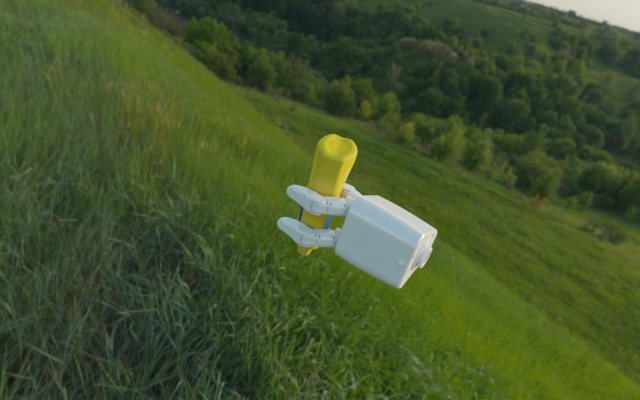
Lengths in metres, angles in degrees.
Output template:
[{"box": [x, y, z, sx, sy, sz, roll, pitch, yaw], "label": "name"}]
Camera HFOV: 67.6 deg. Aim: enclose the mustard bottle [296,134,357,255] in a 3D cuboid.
[{"box": [0.000, 0.002, 0.718, 0.058, 0.192, 0.096, 18, 27, 1], "label": "mustard bottle"}]
